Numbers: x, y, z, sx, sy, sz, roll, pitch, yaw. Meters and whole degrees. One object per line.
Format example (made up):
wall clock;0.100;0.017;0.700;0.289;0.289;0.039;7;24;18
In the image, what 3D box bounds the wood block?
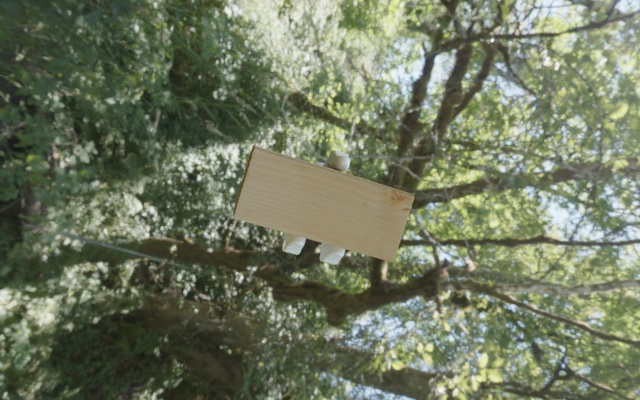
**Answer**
wood block;0.000;0.002;0.616;0.206;0.091;0.090;16;5;-11
